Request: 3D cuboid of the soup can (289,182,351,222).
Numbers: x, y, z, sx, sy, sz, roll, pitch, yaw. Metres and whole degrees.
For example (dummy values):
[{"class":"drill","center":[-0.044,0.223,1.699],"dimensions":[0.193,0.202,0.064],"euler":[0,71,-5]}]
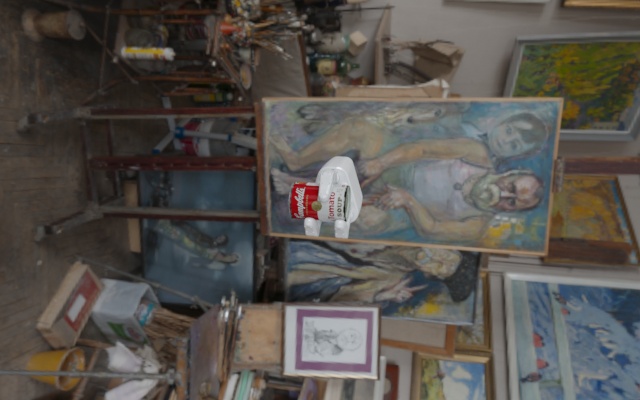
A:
[{"class":"soup can","center":[0.000,0.003,0.862],"dimensions":[0.102,0.068,0.068],"euler":[4,1,11]}]
